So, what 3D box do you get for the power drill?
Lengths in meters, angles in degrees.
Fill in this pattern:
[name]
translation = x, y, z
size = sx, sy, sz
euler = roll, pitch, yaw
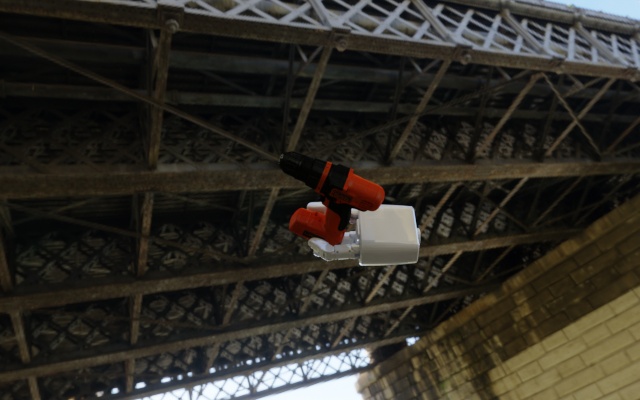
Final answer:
[power drill]
translation = 0.000, 0.003, 0.844
size = 0.184, 0.057, 0.188
euler = 24, -35, -1
